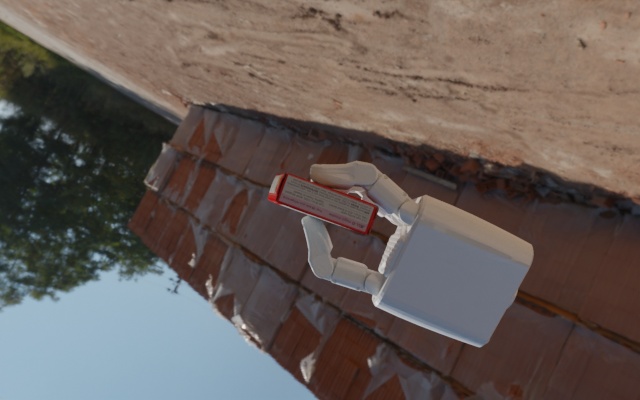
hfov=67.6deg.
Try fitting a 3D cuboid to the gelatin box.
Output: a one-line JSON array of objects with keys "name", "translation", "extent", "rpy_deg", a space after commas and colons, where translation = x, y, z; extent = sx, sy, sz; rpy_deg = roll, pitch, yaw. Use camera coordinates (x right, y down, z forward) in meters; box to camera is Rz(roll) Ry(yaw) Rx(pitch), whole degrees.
[{"name": "gelatin box", "translation": [0.000, 0.002, 0.437], "extent": [0.089, 0.030, 0.073], "rpy_deg": [19, -2, -11]}]
